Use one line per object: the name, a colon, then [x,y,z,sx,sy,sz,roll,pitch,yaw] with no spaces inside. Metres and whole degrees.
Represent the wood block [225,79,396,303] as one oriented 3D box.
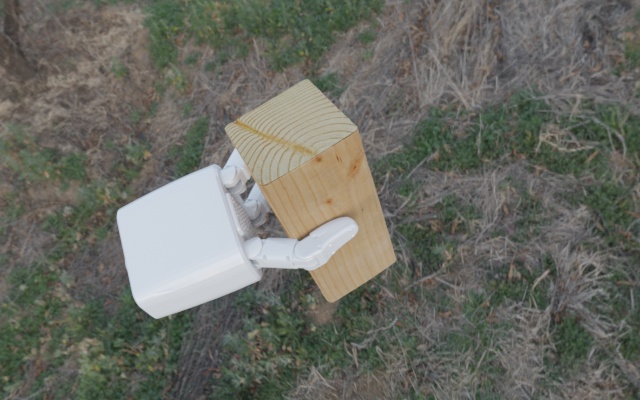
wood block: [0.000,0.002,0.471,0.090,0.090,0.206,-32,-40,-6]
